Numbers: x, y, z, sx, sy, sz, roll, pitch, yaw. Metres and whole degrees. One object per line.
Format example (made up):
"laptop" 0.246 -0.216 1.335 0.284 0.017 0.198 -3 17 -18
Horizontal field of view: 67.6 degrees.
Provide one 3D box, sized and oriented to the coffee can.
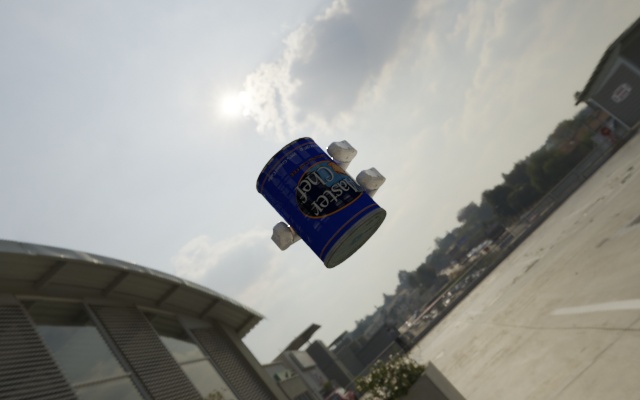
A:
"coffee can" 0.000 0.002 0.614 0.140 0.103 0.103 46 17 18
